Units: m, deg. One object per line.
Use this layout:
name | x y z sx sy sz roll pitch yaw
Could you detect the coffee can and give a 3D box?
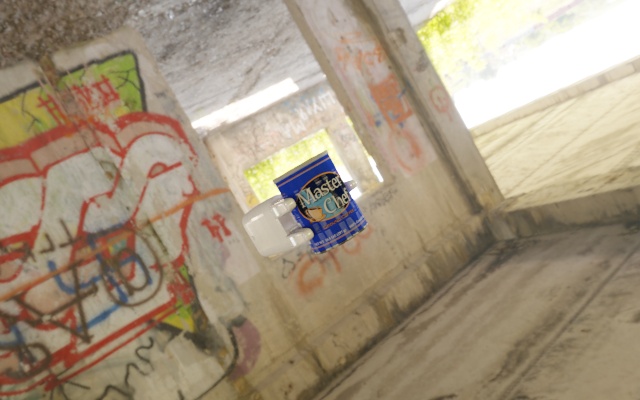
coffee can | 0.000 0.002 0.782 0.103 0.140 0.103 -29 4 2
